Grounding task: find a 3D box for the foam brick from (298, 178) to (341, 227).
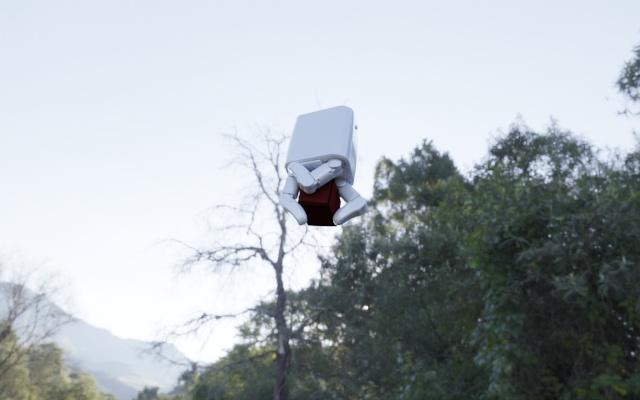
[{"bbox_3d":[0.000,0.003,0.769,0.053,0.051,0.078,3,-30,14],"label":"foam brick"}]
